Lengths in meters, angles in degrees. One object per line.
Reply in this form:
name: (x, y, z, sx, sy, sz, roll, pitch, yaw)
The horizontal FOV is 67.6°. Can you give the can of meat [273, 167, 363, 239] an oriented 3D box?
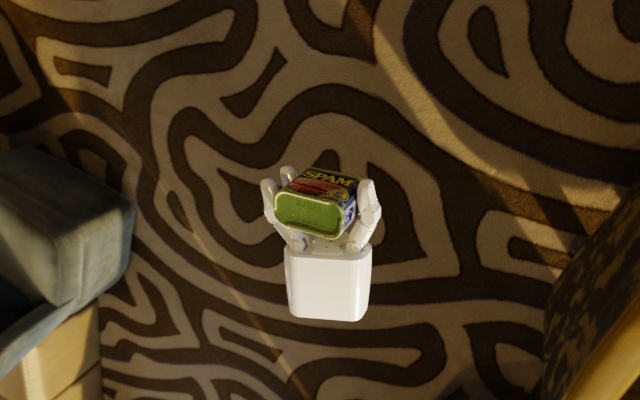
can of meat: (0.000, 0.002, 0.621, 0.102, 0.057, 0.084, 14, 29, 21)
